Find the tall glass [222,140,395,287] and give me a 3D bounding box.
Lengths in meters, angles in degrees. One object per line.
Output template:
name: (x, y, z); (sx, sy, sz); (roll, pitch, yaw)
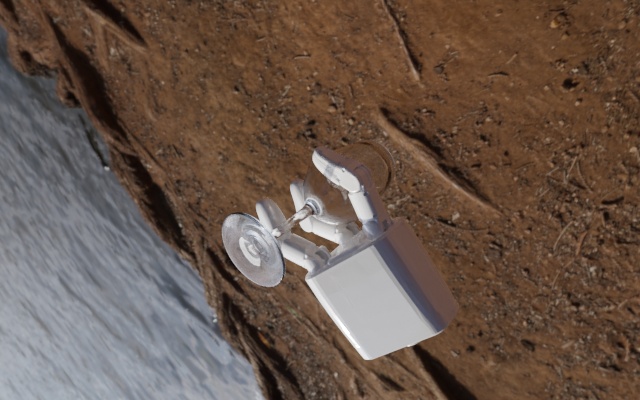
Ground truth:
tall glass: (0.000, 0.002, 0.481); (0.079, 0.079, 0.201); (0, 26, 41)
